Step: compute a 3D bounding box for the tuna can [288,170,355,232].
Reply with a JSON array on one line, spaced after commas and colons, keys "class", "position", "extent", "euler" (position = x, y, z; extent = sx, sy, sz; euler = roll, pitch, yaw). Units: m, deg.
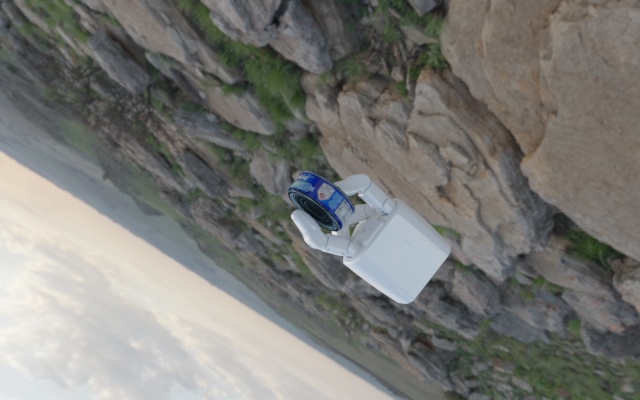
[{"class": "tuna can", "position": [0.000, 0.002, 0.611], "extent": [0.086, 0.033, 0.086], "euler": [34, -17, 12]}]
